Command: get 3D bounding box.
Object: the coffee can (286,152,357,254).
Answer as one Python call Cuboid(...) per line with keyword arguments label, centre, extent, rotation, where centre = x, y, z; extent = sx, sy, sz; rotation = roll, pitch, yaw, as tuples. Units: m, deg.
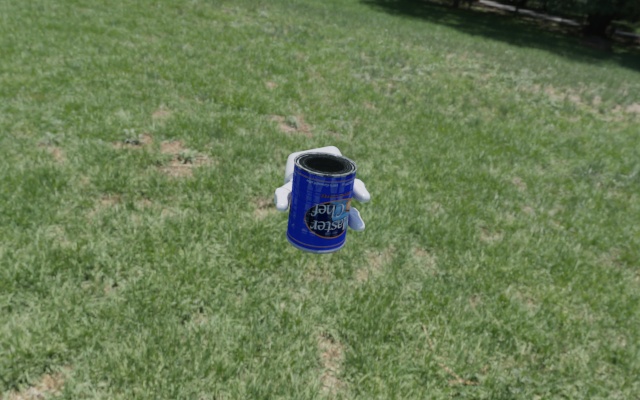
Cuboid(label="coffee can", centre=(0.000, 0.003, 0.790), extent=(0.103, 0.140, 0.102), rotation=(6, 25, -3))
